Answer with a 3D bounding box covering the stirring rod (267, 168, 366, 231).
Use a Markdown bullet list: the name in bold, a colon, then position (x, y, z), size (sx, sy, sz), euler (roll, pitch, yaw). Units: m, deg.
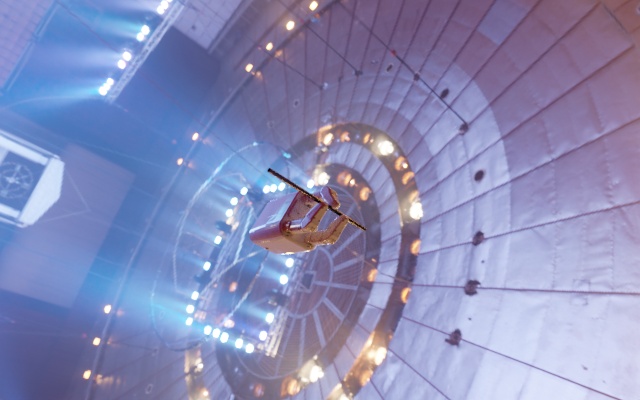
- **stirring rod**: position (0.000, 0.003, 0.846), size (0.240, 0.011, 0.011), euler (32, -19, -34)
